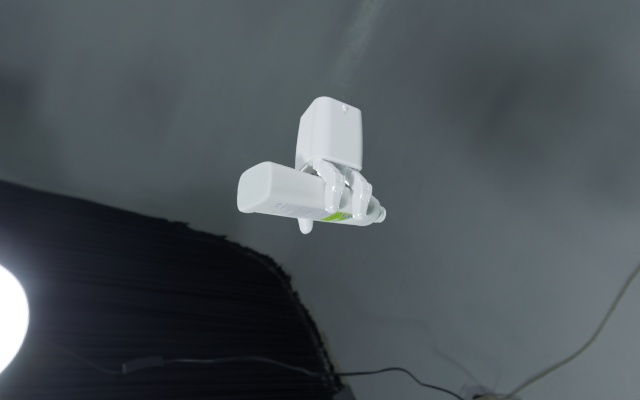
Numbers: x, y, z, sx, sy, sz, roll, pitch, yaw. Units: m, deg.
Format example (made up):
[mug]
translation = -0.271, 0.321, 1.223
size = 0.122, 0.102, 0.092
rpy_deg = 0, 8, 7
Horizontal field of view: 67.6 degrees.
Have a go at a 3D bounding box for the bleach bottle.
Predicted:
[bleach bottle]
translation = 0.000, 0.003, 0.773
size = 0.251, 0.068, 0.102
rpy_deg = 14, -20, -35
